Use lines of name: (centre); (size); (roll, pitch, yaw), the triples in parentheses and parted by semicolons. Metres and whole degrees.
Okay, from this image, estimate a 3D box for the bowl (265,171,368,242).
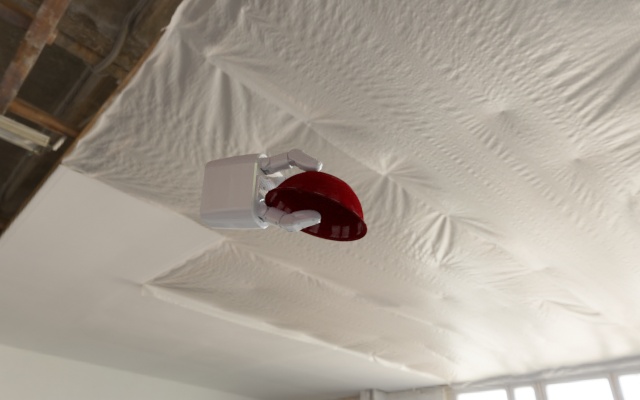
bowl: (0.002, 0.002, 0.725); (0.162, 0.055, 0.162); (17, -25, 8)
